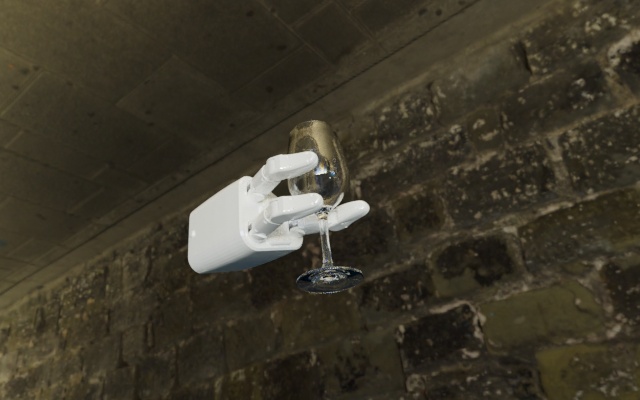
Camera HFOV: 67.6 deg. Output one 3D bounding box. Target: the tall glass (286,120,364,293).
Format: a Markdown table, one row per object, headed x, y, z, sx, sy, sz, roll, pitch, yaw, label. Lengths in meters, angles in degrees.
| x | y | z | sx | sy | sz | roll | pitch | yaw | label |
| --- | --- | --- | --- | --- | --- | --- | --- | --- | --- |
| 0.000 | 0.002 | 0.565 | 0.079 | 0.201 | 0.079 | -5 | -30 | -3 | tall glass |
